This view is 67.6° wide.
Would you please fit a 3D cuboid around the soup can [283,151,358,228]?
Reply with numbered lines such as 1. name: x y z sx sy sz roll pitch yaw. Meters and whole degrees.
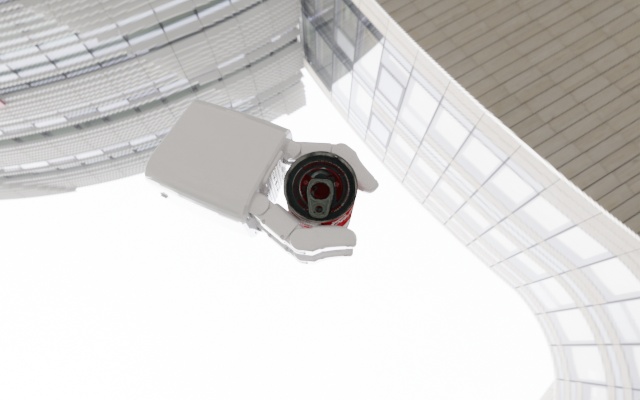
1. soup can: 0.001 0.002 0.478 0.068 0.068 0.102 0 -17 0
